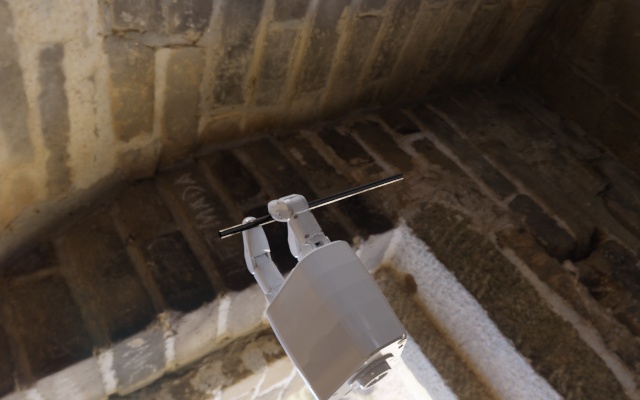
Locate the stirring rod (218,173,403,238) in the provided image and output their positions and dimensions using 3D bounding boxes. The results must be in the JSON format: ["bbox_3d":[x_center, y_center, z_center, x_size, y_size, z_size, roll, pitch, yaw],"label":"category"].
[{"bbox_3d":[0.000,0.002,0.533,0.239,0.011,0.011,-18,9,-29],"label":"stirring rod"}]
